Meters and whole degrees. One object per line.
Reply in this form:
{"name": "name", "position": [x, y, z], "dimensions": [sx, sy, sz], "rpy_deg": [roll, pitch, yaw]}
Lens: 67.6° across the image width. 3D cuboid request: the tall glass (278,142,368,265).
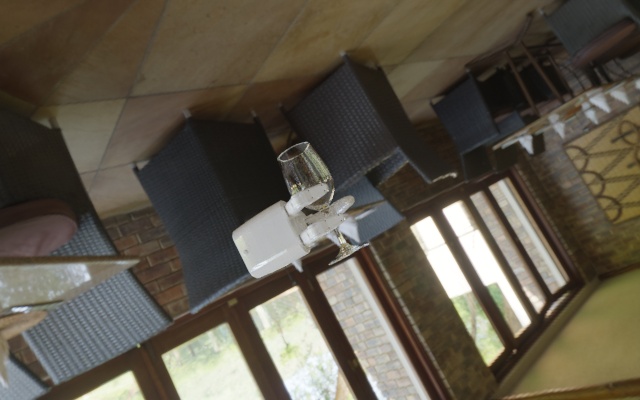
{"name": "tall glass", "position": [0.001, 0.003, 0.803], "dimensions": [0.079, 0.201, 0.079], "rpy_deg": [-27, -8, -4]}
